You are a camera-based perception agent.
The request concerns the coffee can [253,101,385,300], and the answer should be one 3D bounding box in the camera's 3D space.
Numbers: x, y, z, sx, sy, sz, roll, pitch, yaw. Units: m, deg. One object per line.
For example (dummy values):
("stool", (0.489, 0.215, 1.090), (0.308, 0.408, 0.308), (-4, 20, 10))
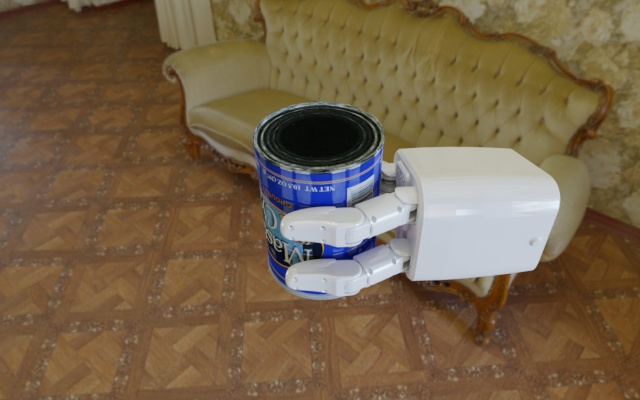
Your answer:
("coffee can", (0.000, 0.001, 0.413), (0.103, 0.140, 0.102), (-1, 39, 1))
